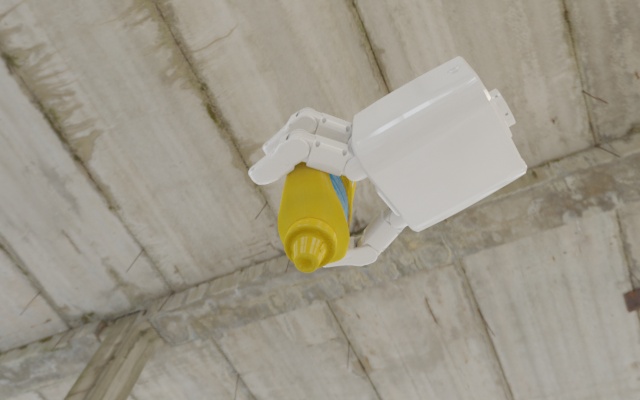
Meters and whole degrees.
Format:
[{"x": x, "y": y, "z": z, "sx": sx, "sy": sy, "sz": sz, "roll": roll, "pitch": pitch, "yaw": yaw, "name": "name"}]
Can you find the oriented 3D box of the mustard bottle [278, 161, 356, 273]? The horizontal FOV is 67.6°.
[{"x": 0.000, "y": 0.001, "z": 0.432, "sx": 0.058, "sy": 0.096, "sz": 0.191, "roll": -8, "pitch": 27, "yaw": 10, "name": "mustard bottle"}]
